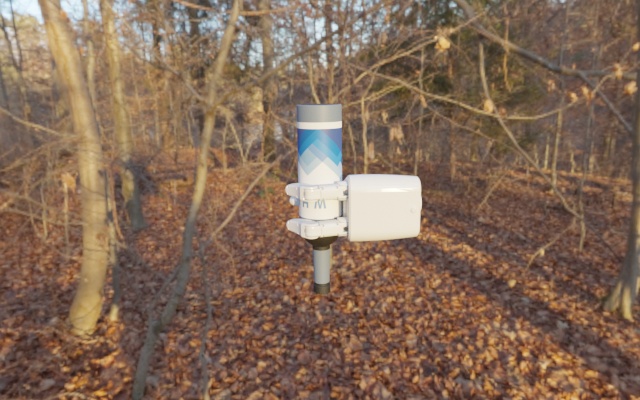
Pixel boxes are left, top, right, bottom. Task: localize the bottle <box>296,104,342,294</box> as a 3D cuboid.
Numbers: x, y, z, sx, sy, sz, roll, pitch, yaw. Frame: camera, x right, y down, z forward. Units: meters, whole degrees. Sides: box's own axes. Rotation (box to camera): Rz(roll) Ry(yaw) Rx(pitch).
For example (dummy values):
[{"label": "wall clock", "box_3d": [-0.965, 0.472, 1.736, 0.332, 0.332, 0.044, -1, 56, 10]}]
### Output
[{"label": "bottle", "box_3d": [0.000, 0.002, 0.734, 0.069, 0.296, 0.069, -1, 13, 0]}]
